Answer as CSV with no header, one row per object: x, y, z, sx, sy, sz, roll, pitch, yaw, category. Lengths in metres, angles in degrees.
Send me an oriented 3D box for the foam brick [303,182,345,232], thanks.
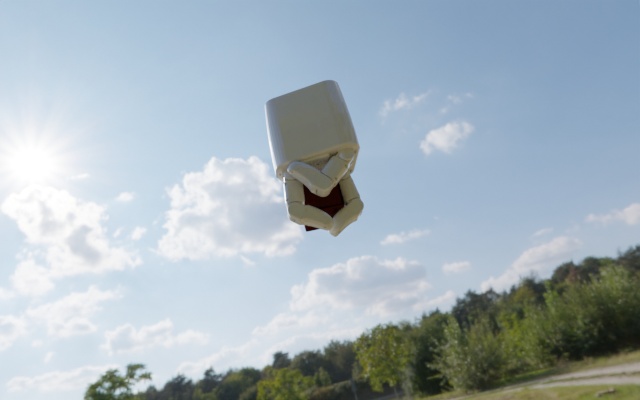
0.000,0.002,0.657,0.053,0.051,0.078,-11,-22,-8,foam brick
